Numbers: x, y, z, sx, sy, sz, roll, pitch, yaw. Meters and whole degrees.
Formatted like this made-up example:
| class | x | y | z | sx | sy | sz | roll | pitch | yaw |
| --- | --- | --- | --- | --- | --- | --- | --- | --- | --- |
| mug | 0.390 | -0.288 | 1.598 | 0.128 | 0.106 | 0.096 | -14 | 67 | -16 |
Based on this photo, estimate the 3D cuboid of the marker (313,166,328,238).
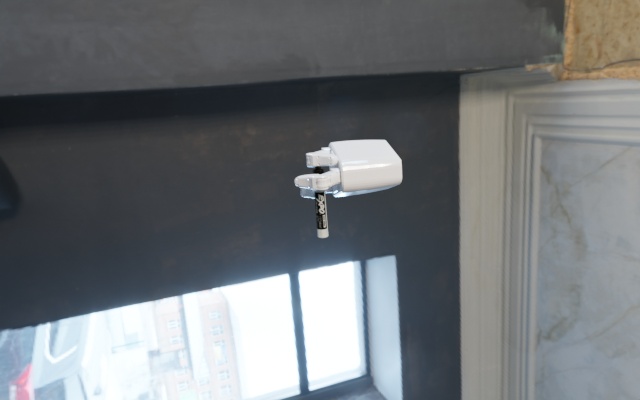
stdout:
| class | x | y | z | sx | sy | sz | roll | pitch | yaw |
| --- | --- | --- | --- | --- | --- | --- | --- | --- | --- |
| marker | 0.000 | 0.003 | 0.795 | 0.020 | 0.121 | 0.020 | -4 | 14 | 1 |
